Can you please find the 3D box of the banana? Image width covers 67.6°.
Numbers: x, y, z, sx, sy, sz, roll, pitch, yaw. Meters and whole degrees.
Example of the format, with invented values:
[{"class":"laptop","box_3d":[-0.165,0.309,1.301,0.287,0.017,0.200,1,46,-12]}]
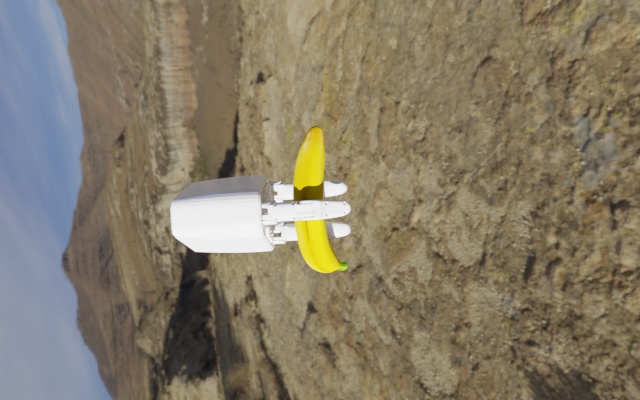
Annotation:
[{"class":"banana","box_3d":[-0.007,0.012,0.583,0.037,0.198,0.069,1,23,25]}]
